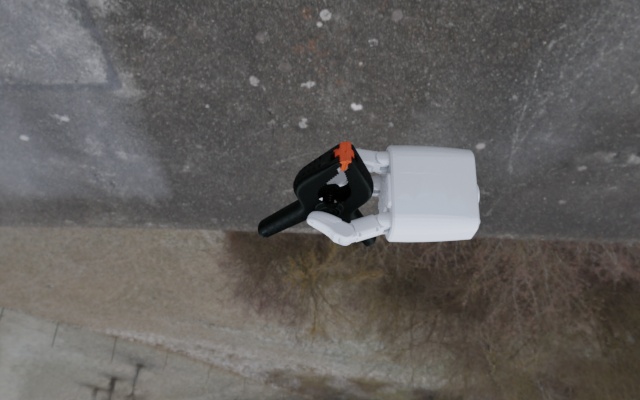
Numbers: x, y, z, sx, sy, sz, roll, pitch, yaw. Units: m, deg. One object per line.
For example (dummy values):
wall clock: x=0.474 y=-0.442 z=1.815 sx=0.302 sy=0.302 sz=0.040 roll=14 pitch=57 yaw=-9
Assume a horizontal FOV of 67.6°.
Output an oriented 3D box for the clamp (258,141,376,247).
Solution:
clamp: x=0.000 y=0.002 z=0.589 sx=0.164 sy=0.036 sz=0.210 roll=1 pitch=-31 yaw=-3
